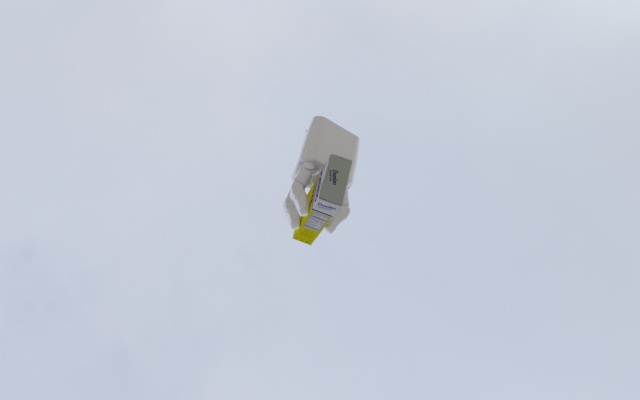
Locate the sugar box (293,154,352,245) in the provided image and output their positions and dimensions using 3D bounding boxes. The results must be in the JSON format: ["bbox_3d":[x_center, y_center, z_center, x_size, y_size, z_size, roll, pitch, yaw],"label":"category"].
[{"bbox_3d":[0.000,0.002,0.839,0.048,0.093,0.176,18,-31,-6],"label":"sugar box"}]
